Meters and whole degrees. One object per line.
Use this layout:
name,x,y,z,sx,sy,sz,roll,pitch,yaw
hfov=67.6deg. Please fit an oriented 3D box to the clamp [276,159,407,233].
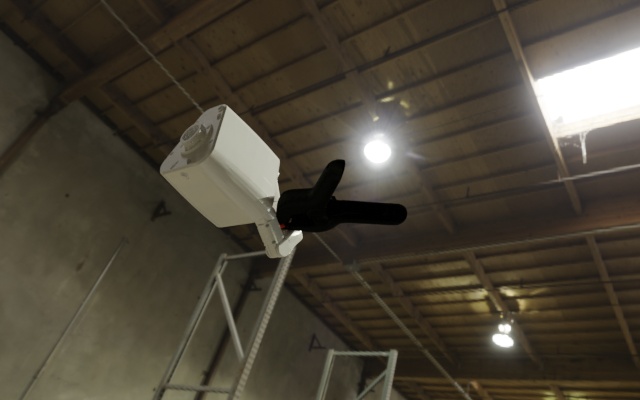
clamp,0.000,0.001,0.553,0.171,0.039,0.120,-12,-43,35
